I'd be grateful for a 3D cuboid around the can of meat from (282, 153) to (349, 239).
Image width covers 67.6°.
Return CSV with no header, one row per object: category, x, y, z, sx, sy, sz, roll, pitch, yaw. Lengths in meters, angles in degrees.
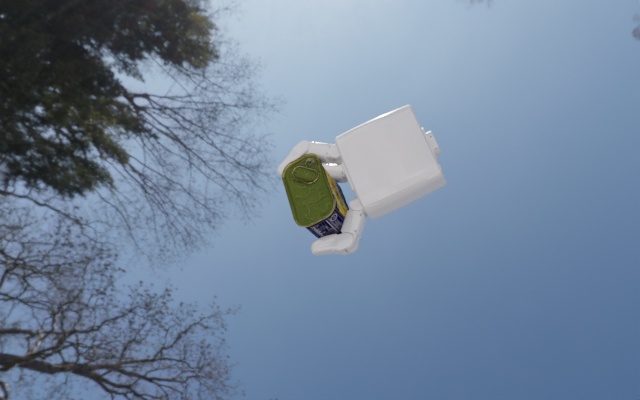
can of meat,0.000,0.002,0.632,0.057,0.102,0.084,-27,-34,12
